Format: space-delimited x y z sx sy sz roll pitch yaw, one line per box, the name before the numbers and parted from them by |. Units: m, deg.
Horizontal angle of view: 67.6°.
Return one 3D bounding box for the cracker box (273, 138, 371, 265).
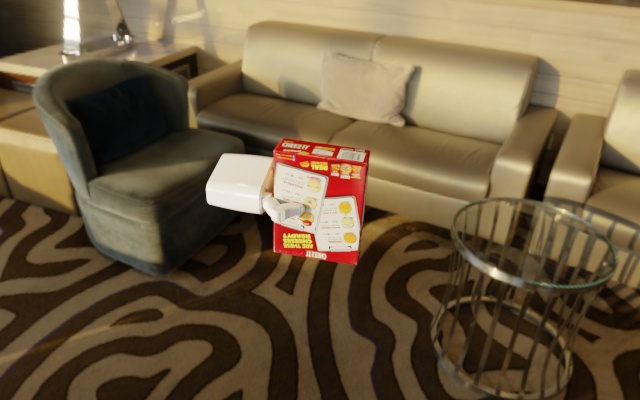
cracker box | 0.000 0.003 0.875 0.164 0.214 0.072 8 31 9
